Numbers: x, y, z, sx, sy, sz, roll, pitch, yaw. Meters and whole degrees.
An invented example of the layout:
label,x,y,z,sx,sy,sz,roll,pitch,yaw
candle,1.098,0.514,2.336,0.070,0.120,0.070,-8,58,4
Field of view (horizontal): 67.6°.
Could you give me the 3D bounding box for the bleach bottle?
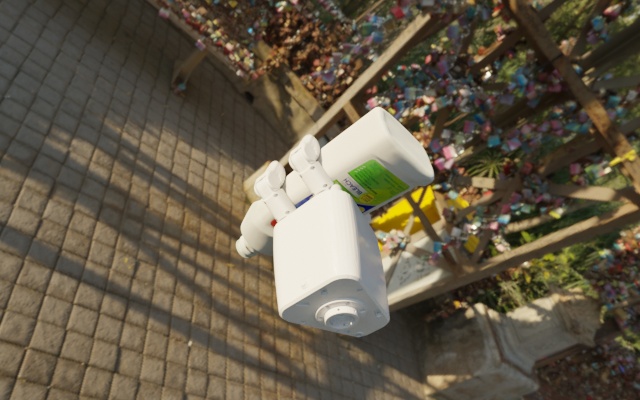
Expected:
label,x,y,z,sx,sy,sz,roll,pitch,yaw
bleach bottle,0.000,0.002,0.561,0.251,0.068,0.103,-35,-51,26
